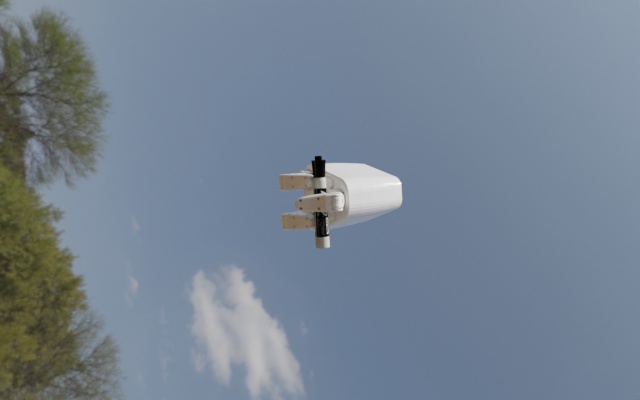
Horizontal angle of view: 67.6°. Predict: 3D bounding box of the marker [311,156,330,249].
[{"bbox_3d":[0.000,0.002,0.626,0.020,0.121,0.020,-3,5,0],"label":"marker"}]
